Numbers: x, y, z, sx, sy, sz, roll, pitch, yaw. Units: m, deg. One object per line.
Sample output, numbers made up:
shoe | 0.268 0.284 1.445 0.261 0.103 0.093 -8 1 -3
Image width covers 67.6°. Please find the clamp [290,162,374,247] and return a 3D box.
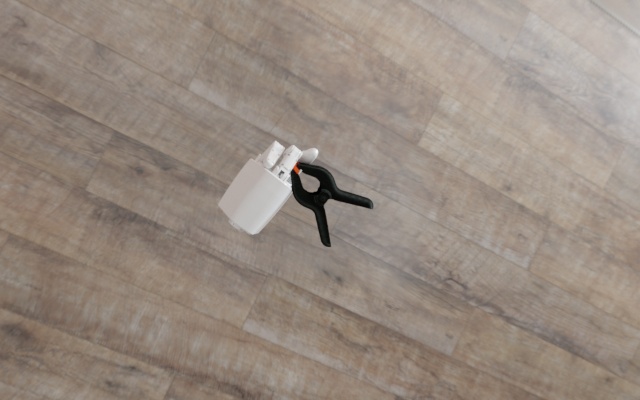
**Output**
clamp | 0.000 0.003 0.869 0.171 0.120 0.039 38 0 -13
